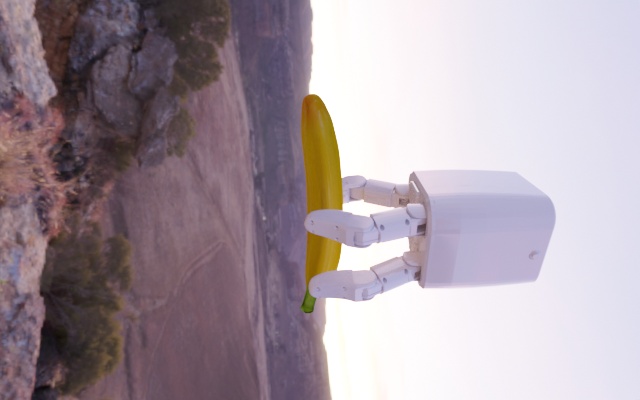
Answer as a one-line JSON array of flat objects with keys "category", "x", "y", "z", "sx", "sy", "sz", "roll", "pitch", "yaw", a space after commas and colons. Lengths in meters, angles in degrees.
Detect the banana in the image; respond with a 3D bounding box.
[{"category": "banana", "x": 0.002, "y": 0.001, "z": 0.448, "sx": 0.037, "sy": 0.198, "sz": 0.069, "roll": 1, "pitch": 11, "yaw": 6}]
